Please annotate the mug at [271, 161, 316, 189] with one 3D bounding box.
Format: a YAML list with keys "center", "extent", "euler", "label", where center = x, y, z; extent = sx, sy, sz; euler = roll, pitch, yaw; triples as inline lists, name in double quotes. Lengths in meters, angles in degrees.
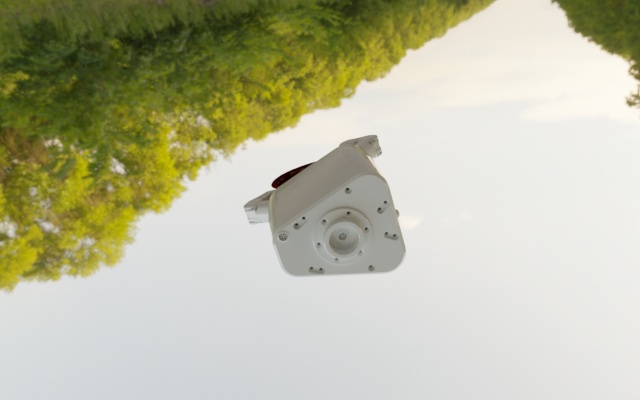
- center: [0.000, 0.002, 0.549]
  extent: [0.093, 0.081, 0.117]
  euler: [-17, 17, 0]
  label: "mug"
